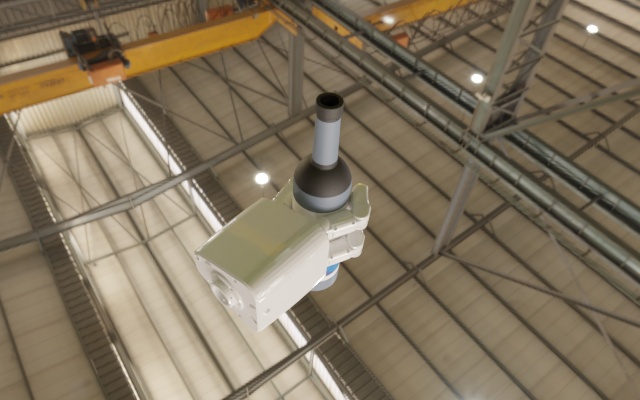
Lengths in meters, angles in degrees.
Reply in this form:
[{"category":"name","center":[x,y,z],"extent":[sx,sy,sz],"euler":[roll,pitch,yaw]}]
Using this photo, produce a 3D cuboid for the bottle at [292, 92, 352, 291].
[{"category":"bottle","center":[0.000,0.002,0.566],"extent":[0.069,0.069,0.296],"euler":[0,-42,-5]}]
